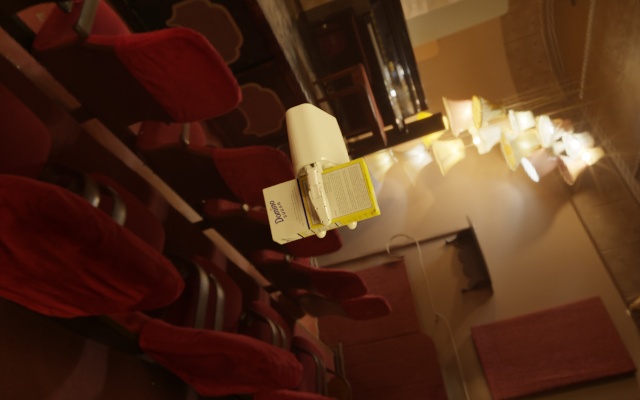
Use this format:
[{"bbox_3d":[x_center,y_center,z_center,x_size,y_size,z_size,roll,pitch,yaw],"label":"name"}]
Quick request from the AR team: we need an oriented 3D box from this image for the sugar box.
[{"bbox_3d":[0.000,0.003,0.784,0.176,0.093,0.048,-17,-19,12],"label":"sugar box"}]
